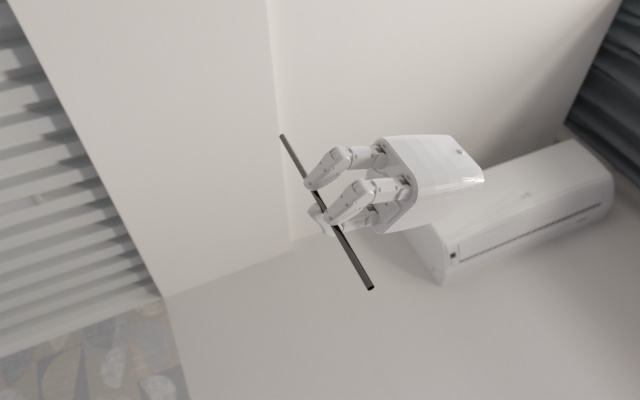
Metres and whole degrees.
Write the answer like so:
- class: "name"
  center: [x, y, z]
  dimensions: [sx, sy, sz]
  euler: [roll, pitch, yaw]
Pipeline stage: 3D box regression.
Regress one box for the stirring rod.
- class: "stirring rod"
  center: [0.000, 0.002, 0.534]
  dimensions: [0.011, 0.011, 0.239]
  euler: [0, 44, -34]
